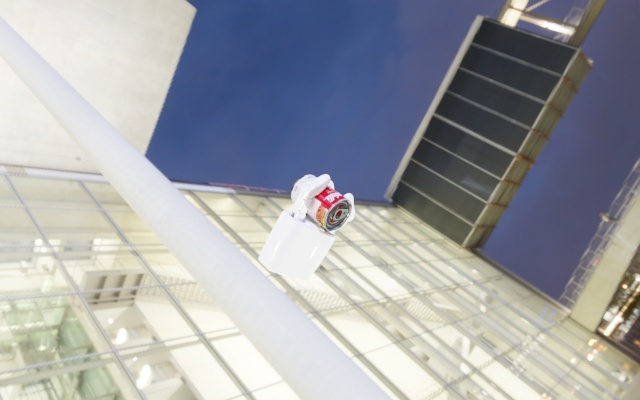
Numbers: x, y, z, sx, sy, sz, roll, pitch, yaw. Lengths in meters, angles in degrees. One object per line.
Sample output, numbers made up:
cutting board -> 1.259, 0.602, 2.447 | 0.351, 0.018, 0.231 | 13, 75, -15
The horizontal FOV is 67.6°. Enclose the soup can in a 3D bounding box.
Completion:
soup can -> 0.000, 0.002, 0.896 | 0.102, 0.068, 0.068 | 37, 23, 35
